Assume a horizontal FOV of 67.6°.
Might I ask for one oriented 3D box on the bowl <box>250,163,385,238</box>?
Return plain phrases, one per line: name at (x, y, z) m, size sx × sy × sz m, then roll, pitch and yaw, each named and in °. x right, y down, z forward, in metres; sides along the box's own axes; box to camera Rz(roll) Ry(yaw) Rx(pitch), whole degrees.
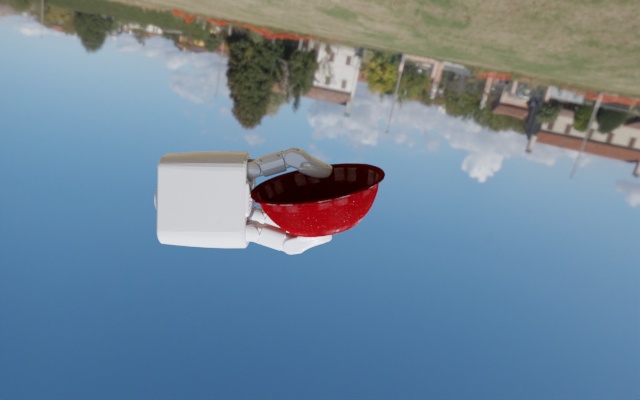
bowl at (0.001, 0.002, 0.575) m, size 0.162 × 0.055 × 0.162 m, roll -9°, pitch 17°, yaw 3°
